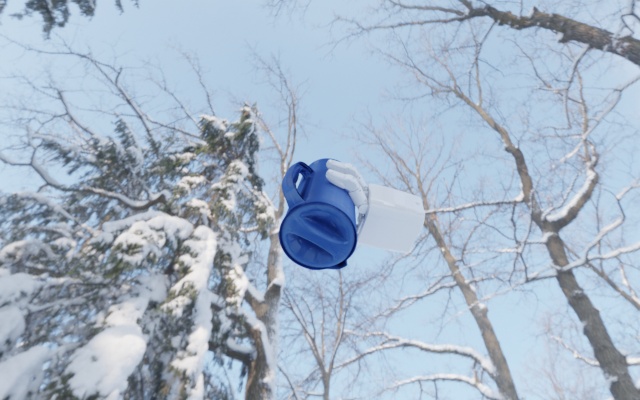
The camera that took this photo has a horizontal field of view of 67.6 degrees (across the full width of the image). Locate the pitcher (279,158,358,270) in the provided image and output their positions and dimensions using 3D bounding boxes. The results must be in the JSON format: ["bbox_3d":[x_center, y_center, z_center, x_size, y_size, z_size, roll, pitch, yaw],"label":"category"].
[{"bbox_3d":[0.000,0.003,0.896,0.145,0.149,0.242,12,27,-1],"label":"pitcher"}]
